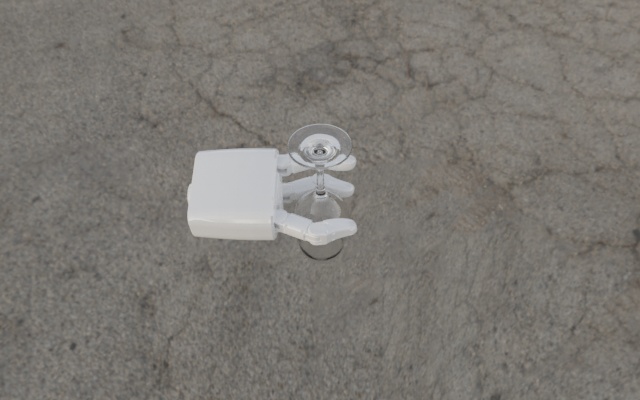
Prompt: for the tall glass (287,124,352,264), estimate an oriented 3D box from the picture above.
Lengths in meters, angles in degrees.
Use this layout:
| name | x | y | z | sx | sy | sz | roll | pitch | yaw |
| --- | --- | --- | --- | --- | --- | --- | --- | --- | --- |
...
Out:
| name | x | y | z | sx | sy | sz | roll | pitch | yaw |
| --- | --- | --- | --- | --- | --- | --- | --- | --- | --- |
| tall glass | 0.000 | 0.002 | 0.615 | 0.079 | 0.079 | 0.201 | 0 | -40 | 1 |
